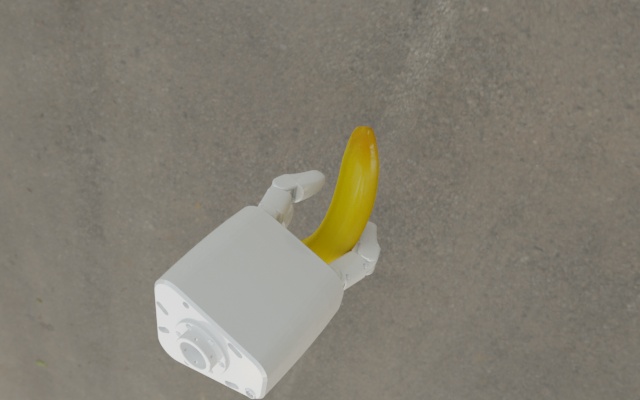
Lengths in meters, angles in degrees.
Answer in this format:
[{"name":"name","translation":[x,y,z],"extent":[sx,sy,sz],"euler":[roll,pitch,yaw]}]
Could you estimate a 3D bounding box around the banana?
[{"name":"banana","translation":[0.010,0.018,0.444],"extent":[0.037,0.069,0.198],"euler":[-26,-18,-40]}]
